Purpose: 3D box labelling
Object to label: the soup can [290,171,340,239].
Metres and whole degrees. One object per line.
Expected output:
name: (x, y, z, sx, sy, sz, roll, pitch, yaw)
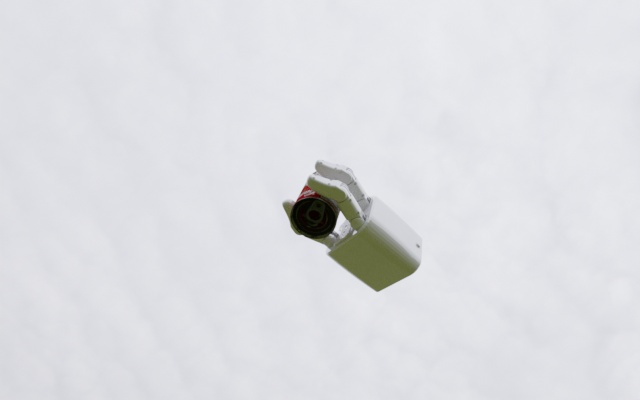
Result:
soup can: (0.000, 0.002, 0.718, 0.068, 0.068, 0.102, 0, 28, 13)
